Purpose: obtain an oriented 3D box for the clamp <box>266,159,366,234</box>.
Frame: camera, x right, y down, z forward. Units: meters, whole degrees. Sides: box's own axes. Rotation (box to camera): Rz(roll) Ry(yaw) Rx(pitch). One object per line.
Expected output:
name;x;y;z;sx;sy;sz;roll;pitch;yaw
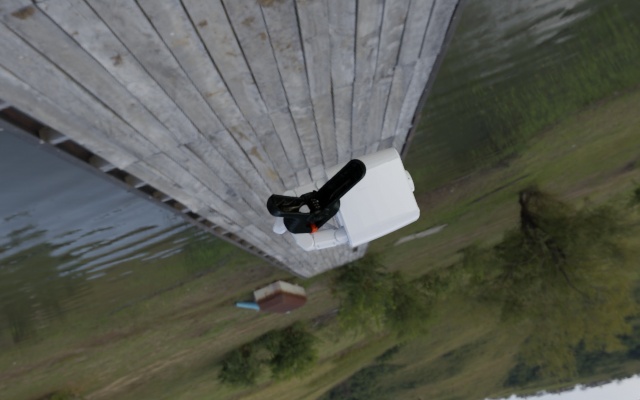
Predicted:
clamp;0.000;0.003;0.594;0.120;0.039;0.171;-21;-13;-2
